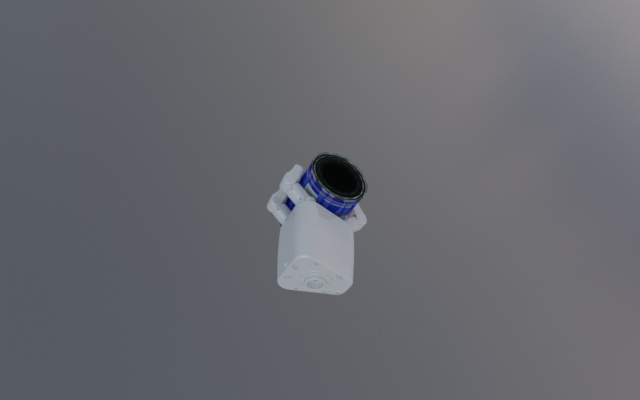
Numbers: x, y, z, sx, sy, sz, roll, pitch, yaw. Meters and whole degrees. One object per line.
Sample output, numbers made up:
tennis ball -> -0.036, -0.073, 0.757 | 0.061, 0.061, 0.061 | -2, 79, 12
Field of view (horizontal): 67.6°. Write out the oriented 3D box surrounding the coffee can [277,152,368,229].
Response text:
coffee can -> 0.000, 0.003, 0.810 | 0.103, 0.102, 0.140 | 0, -37, -34
